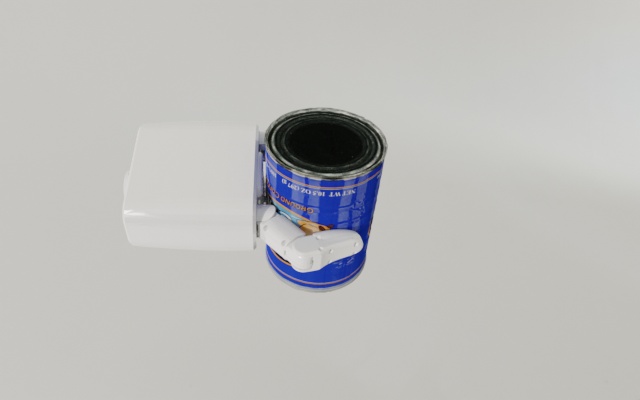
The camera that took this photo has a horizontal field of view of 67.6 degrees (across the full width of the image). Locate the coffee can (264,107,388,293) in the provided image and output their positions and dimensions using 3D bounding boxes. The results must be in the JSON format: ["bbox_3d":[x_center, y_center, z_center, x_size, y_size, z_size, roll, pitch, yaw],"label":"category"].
[{"bbox_3d":[0.000,0.002,0.440,0.103,0.140,0.102,3,41,-3],"label":"coffee can"}]
